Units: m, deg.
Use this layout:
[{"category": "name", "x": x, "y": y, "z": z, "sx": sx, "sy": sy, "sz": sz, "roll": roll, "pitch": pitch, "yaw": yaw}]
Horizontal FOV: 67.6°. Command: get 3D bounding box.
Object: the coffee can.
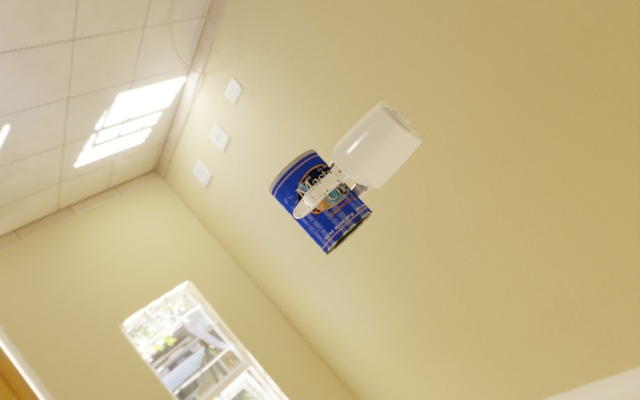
[{"category": "coffee can", "x": 0.000, "y": 0.003, "z": 0.773, "sx": 0.103, "sy": 0.140, "sz": 0.103, "roll": -42, "pitch": -9, "yaw": -8}]
